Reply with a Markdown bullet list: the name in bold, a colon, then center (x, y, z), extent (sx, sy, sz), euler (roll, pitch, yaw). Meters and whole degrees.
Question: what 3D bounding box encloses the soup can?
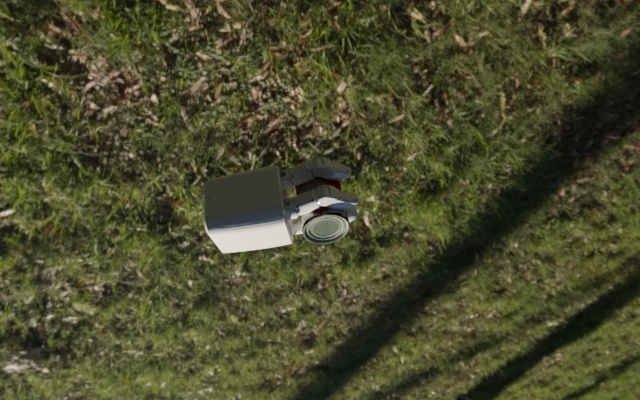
- **soup can**: center (0.001, 0.002, 0.682), extent (0.068, 0.102, 0.069), euler (-6, -41, -6)
